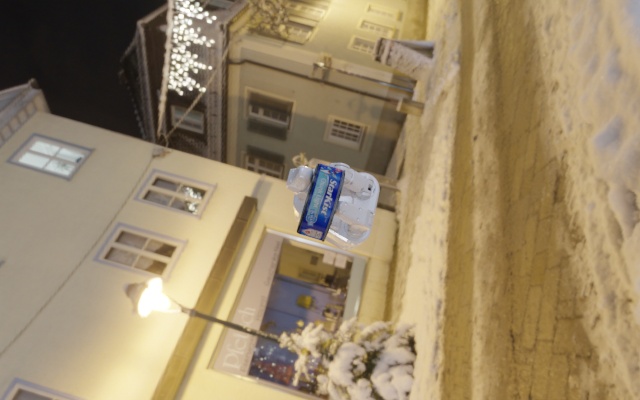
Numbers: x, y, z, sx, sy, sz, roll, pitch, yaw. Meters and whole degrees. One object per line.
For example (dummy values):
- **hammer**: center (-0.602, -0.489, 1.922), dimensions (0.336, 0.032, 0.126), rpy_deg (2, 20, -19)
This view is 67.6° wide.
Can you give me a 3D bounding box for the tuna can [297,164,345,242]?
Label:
- **tuna can**: center (0.000, 0.002, 0.546), dimensions (0.034, 0.086, 0.086), rpy_deg (17, -1, -2)
